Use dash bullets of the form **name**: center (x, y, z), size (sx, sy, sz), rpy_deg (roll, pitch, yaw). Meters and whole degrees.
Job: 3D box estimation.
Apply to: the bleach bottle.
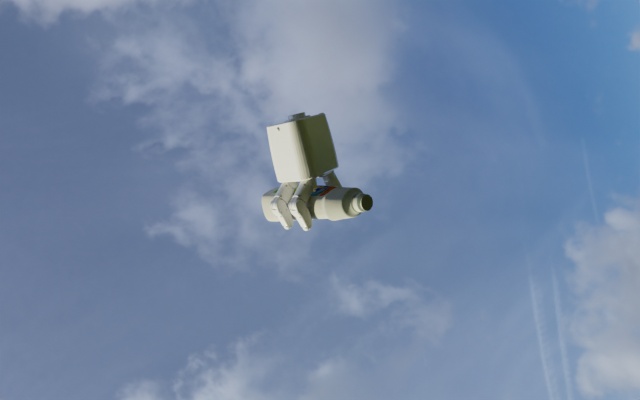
- **bleach bottle**: center (0.000, 0.003, 0.883), size (0.102, 0.068, 0.251), rpy_deg (-21, 13, -40)
